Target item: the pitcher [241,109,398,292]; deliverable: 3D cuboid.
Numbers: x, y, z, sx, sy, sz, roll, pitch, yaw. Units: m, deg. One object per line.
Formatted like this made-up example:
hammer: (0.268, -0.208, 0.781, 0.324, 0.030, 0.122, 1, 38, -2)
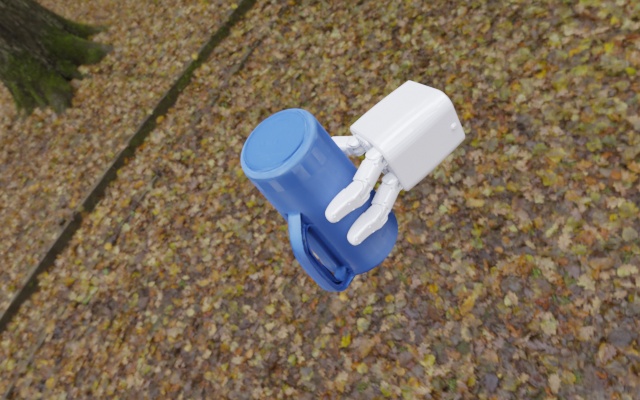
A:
pitcher: (0.000, 0.002, 0.642, 0.243, 0.145, 0.149, 49, 3, -44)
